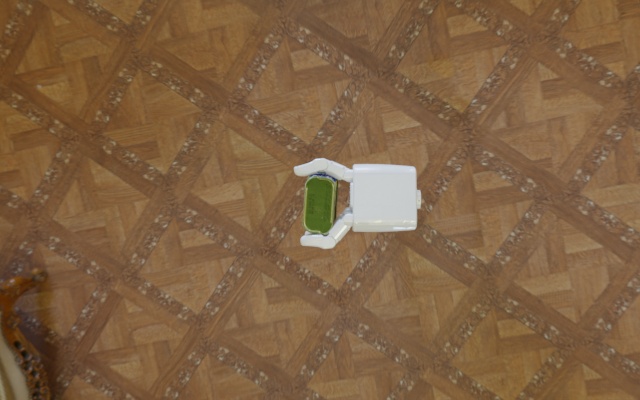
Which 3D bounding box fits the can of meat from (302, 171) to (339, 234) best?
[{"bbox_3d":[0.000,0.003,0.829,0.057,0.102,0.084,4,8,3],"label":"can of meat"}]
